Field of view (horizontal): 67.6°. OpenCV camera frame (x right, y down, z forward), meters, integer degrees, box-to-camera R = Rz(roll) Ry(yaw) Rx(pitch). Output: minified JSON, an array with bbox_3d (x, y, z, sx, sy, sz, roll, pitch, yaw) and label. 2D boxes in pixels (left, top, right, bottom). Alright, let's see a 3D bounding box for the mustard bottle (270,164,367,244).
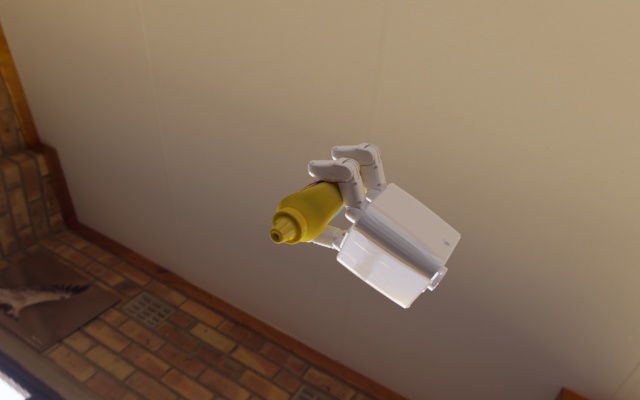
[{"bbox_3d":[0.000,0.002,0.584,0.096,0.058,0.191,-31,5,39],"label":"mustard bottle"}]
